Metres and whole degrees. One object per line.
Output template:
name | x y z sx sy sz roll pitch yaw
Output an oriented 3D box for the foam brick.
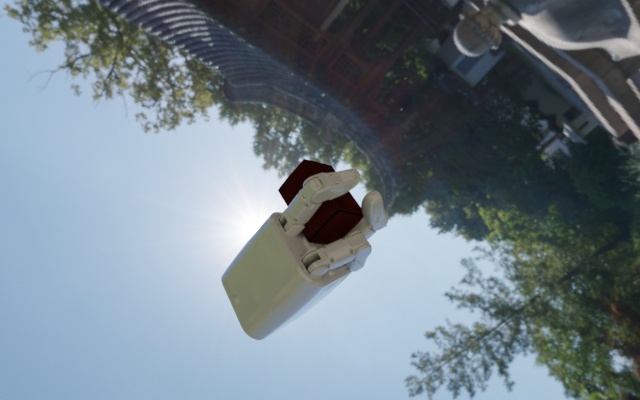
foam brick | 0.000 0.001 0.524 0.053 0.078 0.051 11 -51 -50
